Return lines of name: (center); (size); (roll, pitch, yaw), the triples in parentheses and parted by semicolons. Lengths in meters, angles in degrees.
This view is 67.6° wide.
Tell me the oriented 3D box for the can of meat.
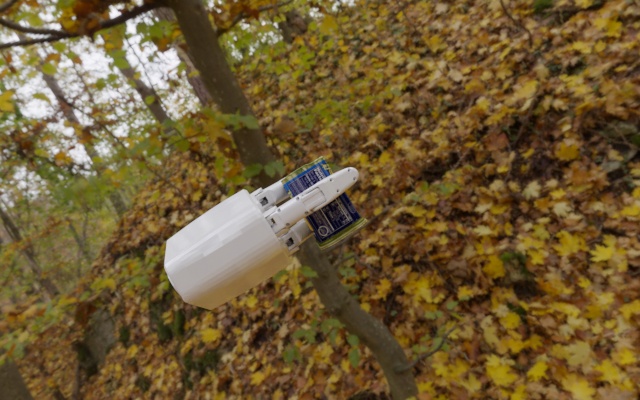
can of meat: (0.000, 0.001, 0.527); (0.057, 0.084, 0.102); (-32, 2, -4)
